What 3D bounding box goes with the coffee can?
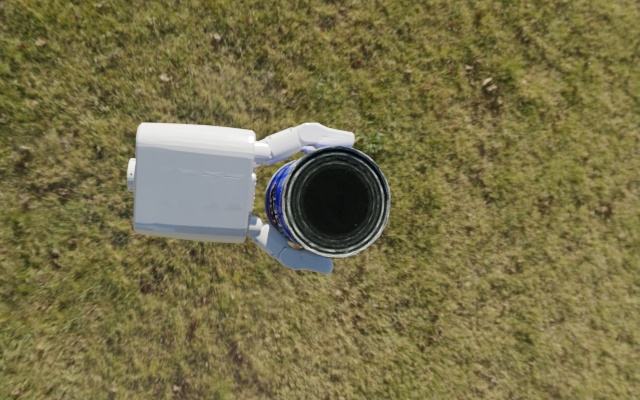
[{"bbox_3d":[0.000,0.002,0.497,0.103,0.103,0.140,0,0,-13],"label":"coffee can"}]
